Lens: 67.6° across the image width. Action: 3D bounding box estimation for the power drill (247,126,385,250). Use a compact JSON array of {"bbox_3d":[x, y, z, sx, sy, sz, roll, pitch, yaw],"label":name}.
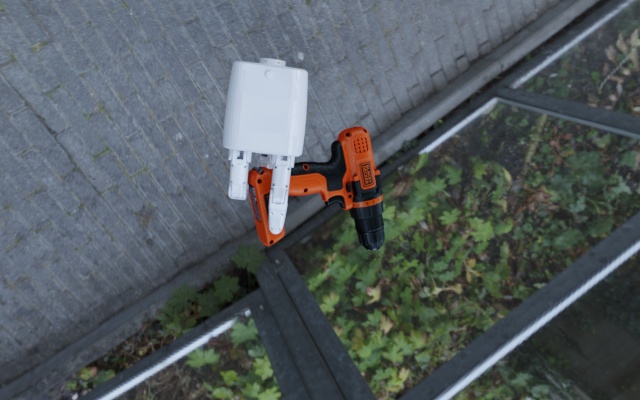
[{"bbox_3d":[0.000,0.002,0.672,0.187,0.184,0.057,-16,12,-20],"label":"power drill"}]
